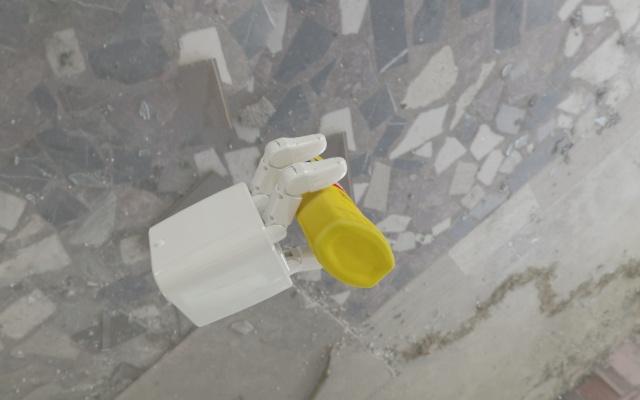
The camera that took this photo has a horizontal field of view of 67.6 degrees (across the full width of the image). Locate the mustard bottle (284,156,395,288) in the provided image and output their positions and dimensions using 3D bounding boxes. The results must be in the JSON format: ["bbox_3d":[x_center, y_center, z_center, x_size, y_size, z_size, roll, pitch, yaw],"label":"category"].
[{"bbox_3d":[0.000,0.002,0.489,0.096,0.058,0.191,39,11,-36],"label":"mustard bottle"}]
